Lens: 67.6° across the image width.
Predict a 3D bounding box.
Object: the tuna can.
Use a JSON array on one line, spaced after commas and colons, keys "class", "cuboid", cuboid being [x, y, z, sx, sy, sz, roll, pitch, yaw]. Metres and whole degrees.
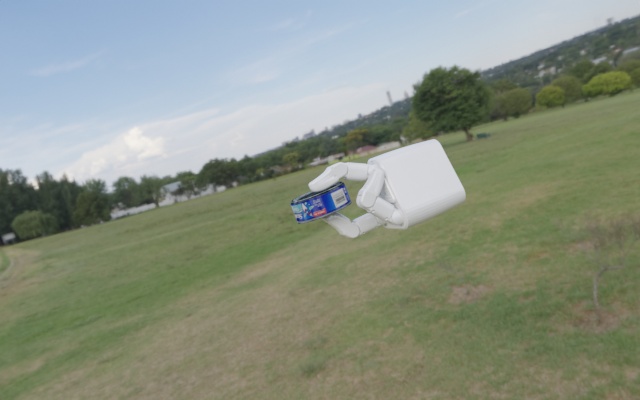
[{"class": "tuna can", "cuboid": [0.000, 0.002, 0.698, 0.086, 0.034, 0.086, -21, 7, 3]}]
